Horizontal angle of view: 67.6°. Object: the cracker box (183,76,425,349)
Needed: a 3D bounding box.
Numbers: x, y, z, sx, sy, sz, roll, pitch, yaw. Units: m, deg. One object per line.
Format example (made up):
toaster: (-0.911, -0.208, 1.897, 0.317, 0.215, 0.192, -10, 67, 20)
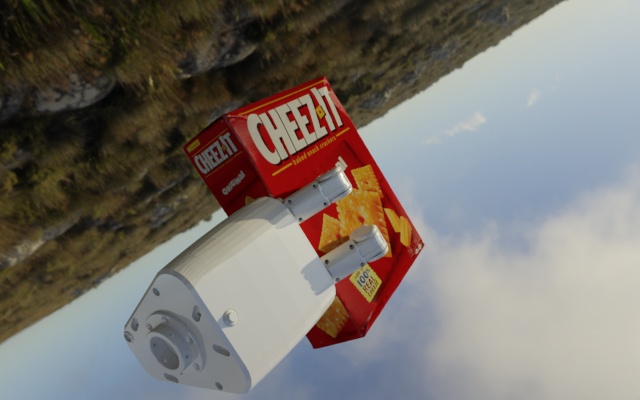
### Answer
cracker box: (0.000, 0.002, 0.456, 0.072, 0.214, 0.164, -27, 8, 38)
